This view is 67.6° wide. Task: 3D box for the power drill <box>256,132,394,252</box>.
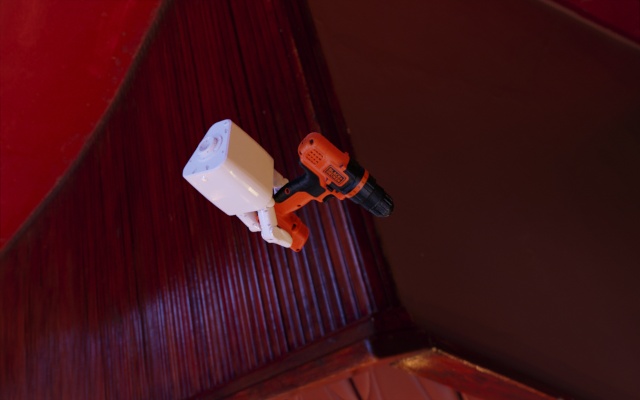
[{"bbox_3d":[0.000,0.003,0.776,0.188,0.184,0.057,-42,18,28],"label":"power drill"}]
